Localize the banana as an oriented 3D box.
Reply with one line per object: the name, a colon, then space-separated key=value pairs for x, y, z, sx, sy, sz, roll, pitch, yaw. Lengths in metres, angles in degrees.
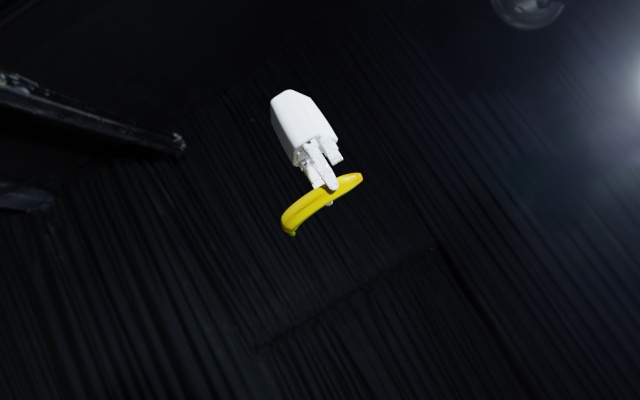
banana: x=-0.012 y=0.006 z=0.872 sx=0.198 sy=0.037 sz=0.069 roll=-38 pitch=-15 yaw=28
